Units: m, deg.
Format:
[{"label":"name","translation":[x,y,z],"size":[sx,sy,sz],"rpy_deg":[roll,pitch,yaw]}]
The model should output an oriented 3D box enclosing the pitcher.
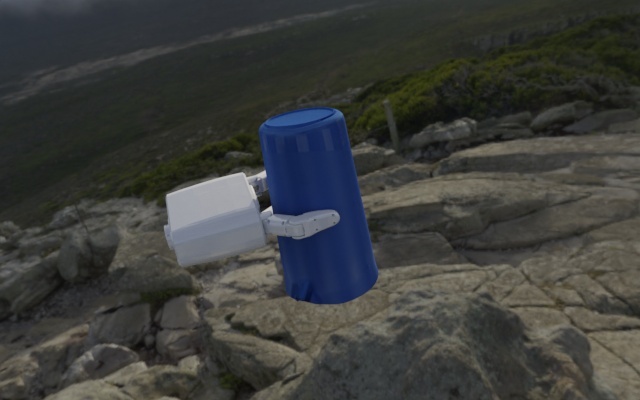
[{"label":"pitcher","translation":[0.000,0.002,0.642],"size":[0.145,0.243,0.149],"rpy_deg":[-15,22,-11]}]
